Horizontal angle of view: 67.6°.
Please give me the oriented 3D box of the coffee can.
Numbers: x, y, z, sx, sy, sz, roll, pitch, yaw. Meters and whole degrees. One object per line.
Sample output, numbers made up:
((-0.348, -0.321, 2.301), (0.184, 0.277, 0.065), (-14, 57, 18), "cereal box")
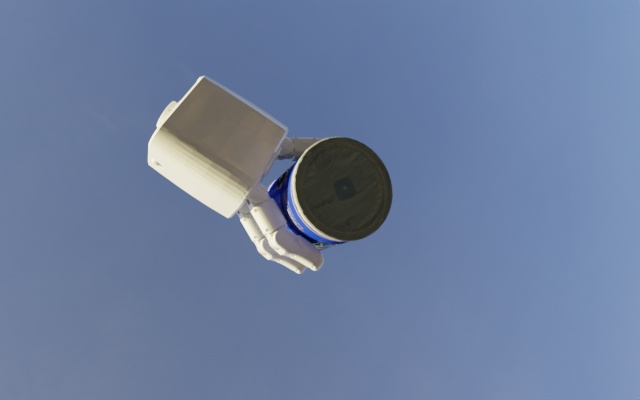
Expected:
((0.000, 0.002, 0.519), (0.103, 0.102, 0.140), (0, -12, -20), "coffee can")
